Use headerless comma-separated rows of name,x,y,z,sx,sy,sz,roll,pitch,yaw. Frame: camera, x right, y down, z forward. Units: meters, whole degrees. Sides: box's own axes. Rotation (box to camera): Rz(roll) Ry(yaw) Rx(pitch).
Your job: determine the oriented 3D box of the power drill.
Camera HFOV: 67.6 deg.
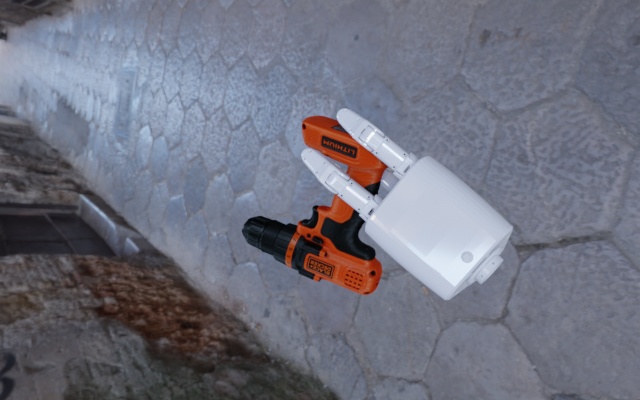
power drill,0.000,0.002,0.555,0.184,0.188,0.057,20,25,16
